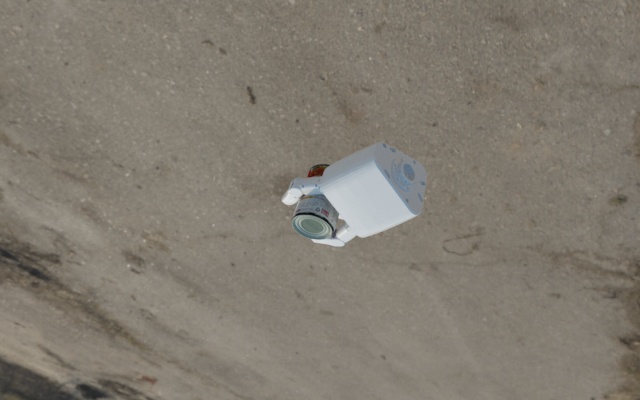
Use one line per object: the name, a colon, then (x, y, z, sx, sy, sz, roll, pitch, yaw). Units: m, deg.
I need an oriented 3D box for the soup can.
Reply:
soup can: (0.000, 0.003, 0.751, 0.068, 0.102, 0.069, 12, -36, 9)
